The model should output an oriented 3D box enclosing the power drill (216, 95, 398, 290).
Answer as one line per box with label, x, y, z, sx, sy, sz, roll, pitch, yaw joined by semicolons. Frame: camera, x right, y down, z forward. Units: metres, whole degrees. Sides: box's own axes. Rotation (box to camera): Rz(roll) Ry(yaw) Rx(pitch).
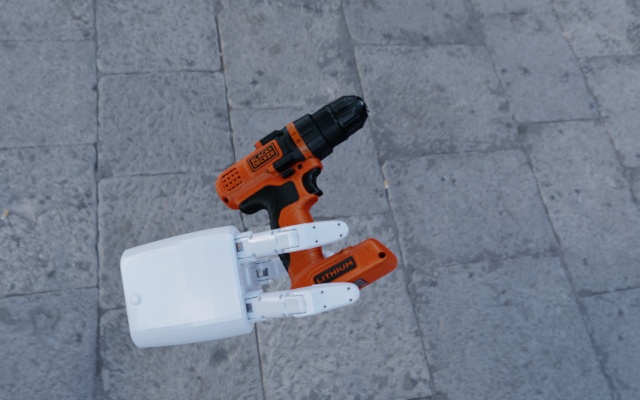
power drill;0.000;0.002;0.483;0.184;0.187;0.057;-33;-26;9
